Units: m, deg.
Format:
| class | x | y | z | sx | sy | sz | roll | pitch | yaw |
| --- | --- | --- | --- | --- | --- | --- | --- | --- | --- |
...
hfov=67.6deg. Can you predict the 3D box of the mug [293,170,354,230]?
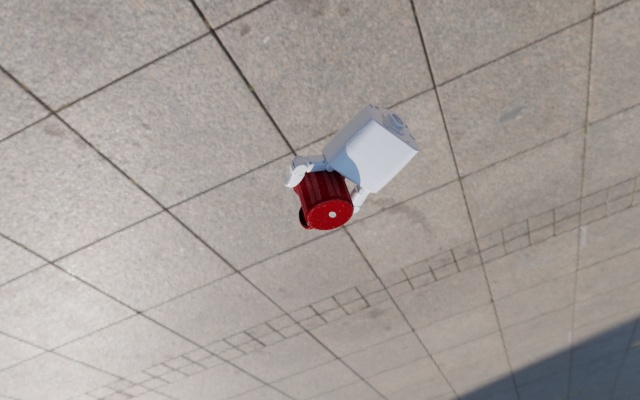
| class | x | y | z | sx | sy | sz | roll | pitch | yaw |
| --- | --- | --- | --- | --- | --- | --- | --- | --- | --- |
| mug | -0.001 | 0.004 | 0.798 | 0.093 | 0.081 | 0.117 | 18 | -51 | -36 |
